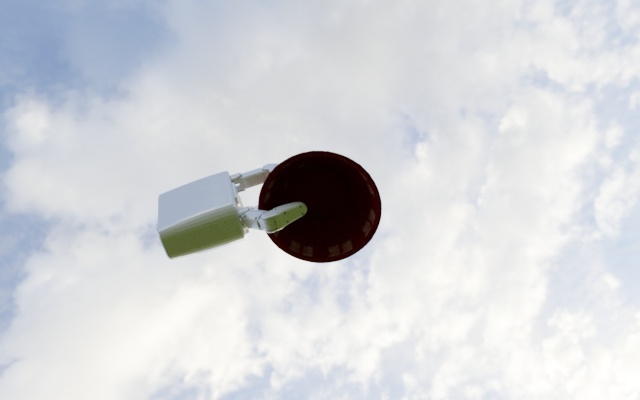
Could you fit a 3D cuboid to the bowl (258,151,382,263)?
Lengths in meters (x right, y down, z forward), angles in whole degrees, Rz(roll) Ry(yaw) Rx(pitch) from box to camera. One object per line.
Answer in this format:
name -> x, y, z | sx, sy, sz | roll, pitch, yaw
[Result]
bowl -> 0.001, 0.002, 0.644 | 0.162, 0.162, 0.055 | 0, 24, 3
